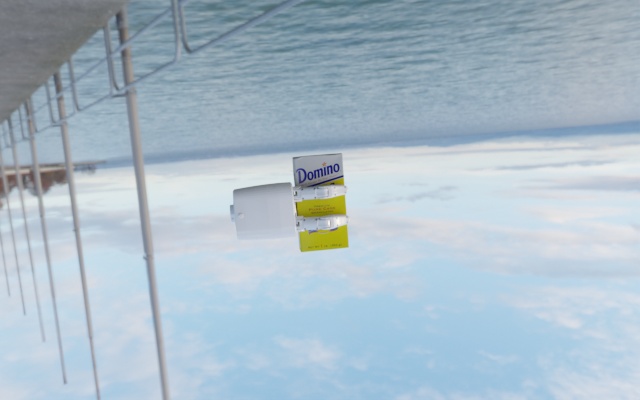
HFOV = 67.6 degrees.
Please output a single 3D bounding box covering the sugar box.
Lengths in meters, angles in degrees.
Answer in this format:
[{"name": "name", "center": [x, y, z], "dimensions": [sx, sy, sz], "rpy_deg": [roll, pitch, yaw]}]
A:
[{"name": "sugar box", "center": [0.000, 0.003, 0.888], "dimensions": [0.093, 0.176, 0.048], "rpy_deg": [-6, 7, -7]}]
